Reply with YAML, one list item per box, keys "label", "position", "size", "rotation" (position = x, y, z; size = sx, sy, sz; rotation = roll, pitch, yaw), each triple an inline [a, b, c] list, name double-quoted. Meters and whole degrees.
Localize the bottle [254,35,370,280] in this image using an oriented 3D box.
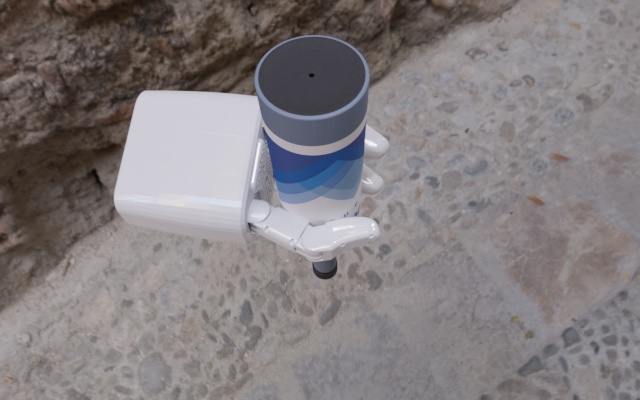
- label: "bottle"
  position: [0.000, 0.001, 0.401]
  size: [0.069, 0.069, 0.296]
  rotation: [0, -30, 2]
